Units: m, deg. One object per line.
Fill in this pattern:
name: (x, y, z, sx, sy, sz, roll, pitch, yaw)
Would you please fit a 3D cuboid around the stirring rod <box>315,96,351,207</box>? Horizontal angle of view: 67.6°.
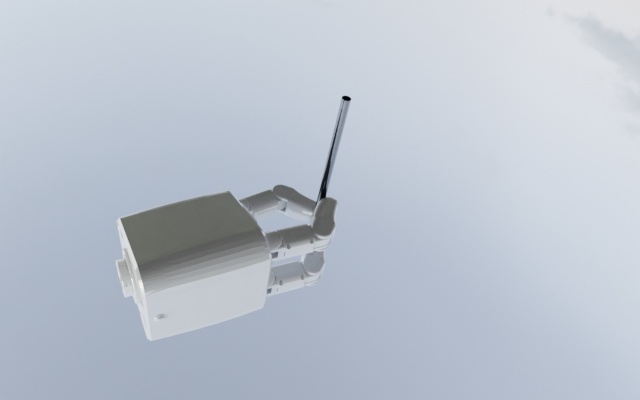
stirring rod: (0.000, 0.001, 0.471, 0.011, 0.240, 0.011, 7, 44, -7)
